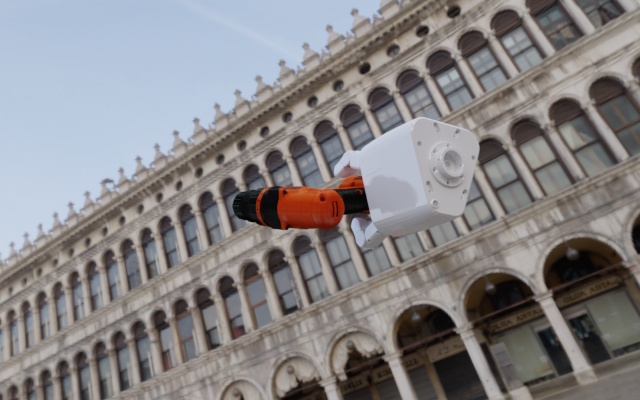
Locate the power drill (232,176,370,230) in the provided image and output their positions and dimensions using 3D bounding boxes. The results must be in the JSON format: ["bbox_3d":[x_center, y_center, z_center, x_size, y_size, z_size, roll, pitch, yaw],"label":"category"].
[{"bbox_3d":[0.001,0.002,0.633,0.187,0.057,0.184,-11,10,-44],"label":"power drill"}]
